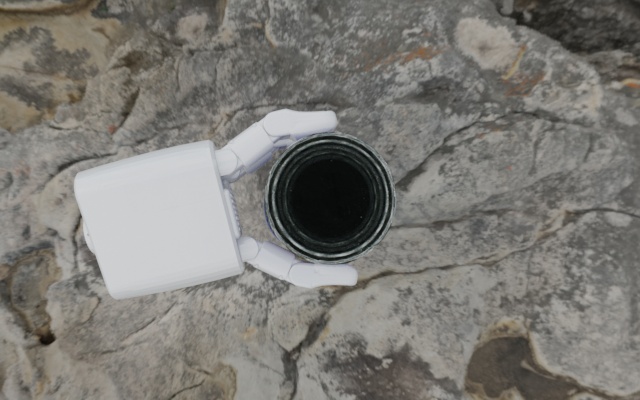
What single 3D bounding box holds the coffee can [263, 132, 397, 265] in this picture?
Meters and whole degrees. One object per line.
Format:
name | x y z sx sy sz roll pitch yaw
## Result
coffee can | 0.000 0.001 0.432 0.103 0.103 0.140 0 -3 -7
